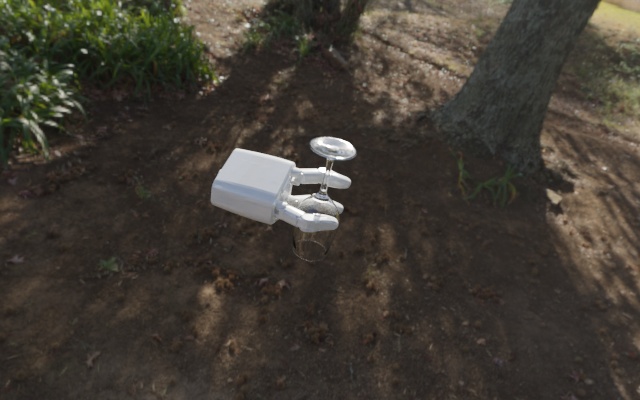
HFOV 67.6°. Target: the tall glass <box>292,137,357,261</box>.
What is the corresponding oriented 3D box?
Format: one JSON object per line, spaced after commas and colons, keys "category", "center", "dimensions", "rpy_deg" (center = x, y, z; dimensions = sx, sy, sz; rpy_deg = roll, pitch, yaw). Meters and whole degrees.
{"category": "tall glass", "center": [0.000, 0.002, 0.778], "dimensions": [0.079, 0.201, 0.079], "rpy_deg": [9, 31, -6]}
